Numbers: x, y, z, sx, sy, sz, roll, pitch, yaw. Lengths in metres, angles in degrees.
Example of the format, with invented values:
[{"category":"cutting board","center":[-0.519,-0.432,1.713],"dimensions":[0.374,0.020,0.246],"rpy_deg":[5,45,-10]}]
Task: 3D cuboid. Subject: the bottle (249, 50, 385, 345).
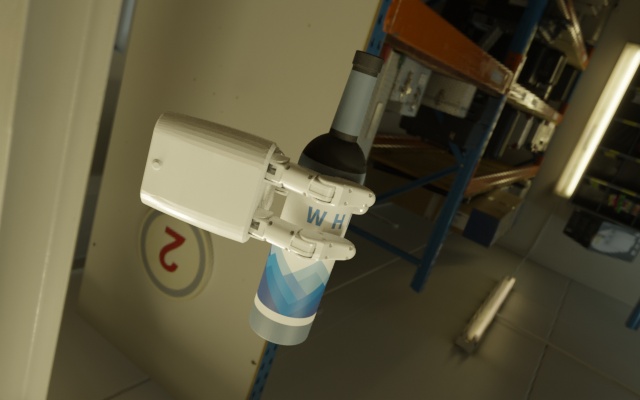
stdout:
[{"category":"bottle","center":[0.000,0.002,0.474],"dimensions":[0.069,0.296,0.069],"rpy_deg":[17,16,-5]}]
